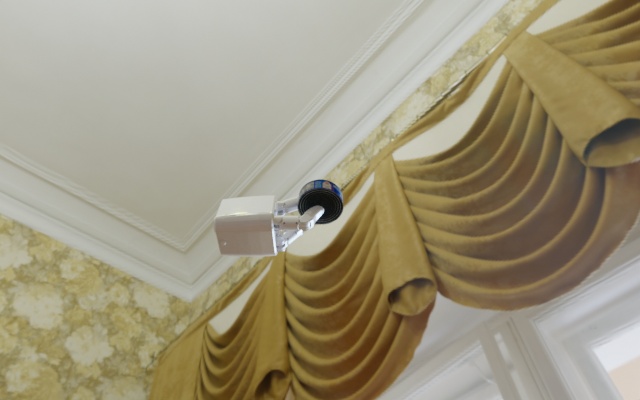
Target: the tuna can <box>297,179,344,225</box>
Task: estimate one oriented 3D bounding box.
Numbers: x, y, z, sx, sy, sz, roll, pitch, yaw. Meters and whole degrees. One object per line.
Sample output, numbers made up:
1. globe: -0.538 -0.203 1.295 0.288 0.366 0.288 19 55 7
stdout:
1. tuna can: 0.000 0.003 0.900 0.086 0.086 0.033 0 38 1
